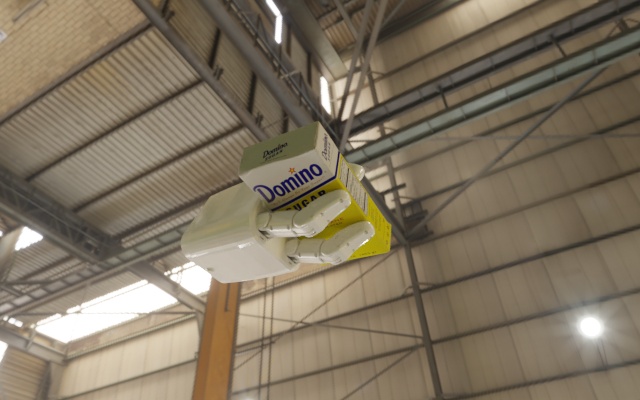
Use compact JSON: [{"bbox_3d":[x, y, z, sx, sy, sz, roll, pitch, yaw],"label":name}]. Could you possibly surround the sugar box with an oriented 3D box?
[{"bbox_3d":[0.000,0.002,0.517,0.093,0.048,0.176,-16,-43,26],"label":"sugar box"}]
